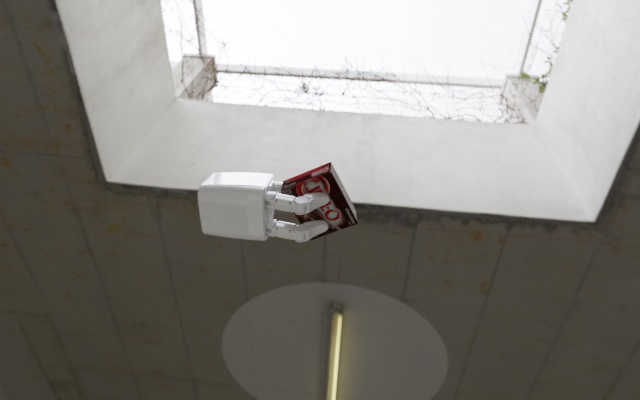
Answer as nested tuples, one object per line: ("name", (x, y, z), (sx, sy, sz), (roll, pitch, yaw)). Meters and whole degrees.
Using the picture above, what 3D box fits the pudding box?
("pudding box", (0.000, 0.003, 0.789), (0.090, 0.113, 0.039), (-21, 32, 17))
